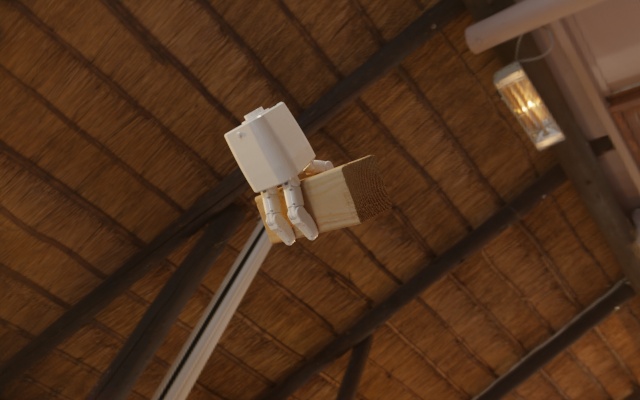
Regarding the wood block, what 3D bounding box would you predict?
[{"bbox_3d":[0.000,0.002,0.785,0.206,0.090,0.091,-16,5,44],"label":"wood block"}]
